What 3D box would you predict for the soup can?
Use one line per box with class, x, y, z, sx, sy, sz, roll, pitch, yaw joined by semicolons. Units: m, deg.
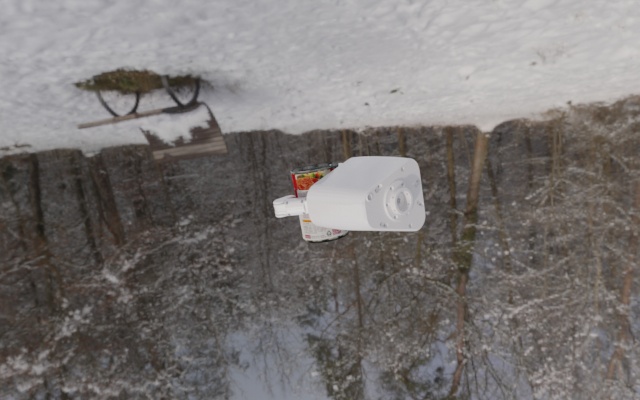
soup can;0.000;0.003;0.674;0.068;0.102;0.068;-10;11;2
